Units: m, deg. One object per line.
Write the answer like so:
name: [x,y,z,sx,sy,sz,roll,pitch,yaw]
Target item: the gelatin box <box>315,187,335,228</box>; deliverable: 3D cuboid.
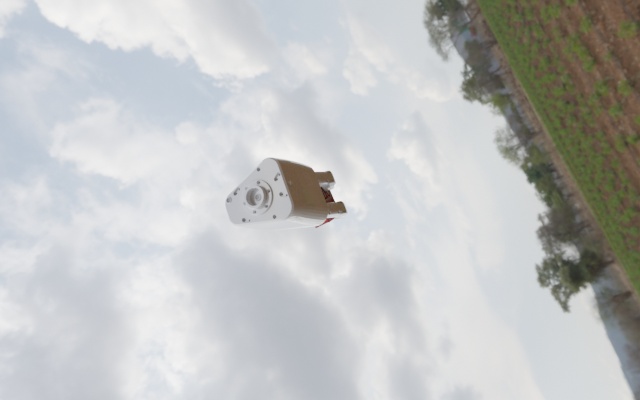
gelatin box: [0.000,0.003,0.815,0.030,0.073,0.089,-25,-1,17]
